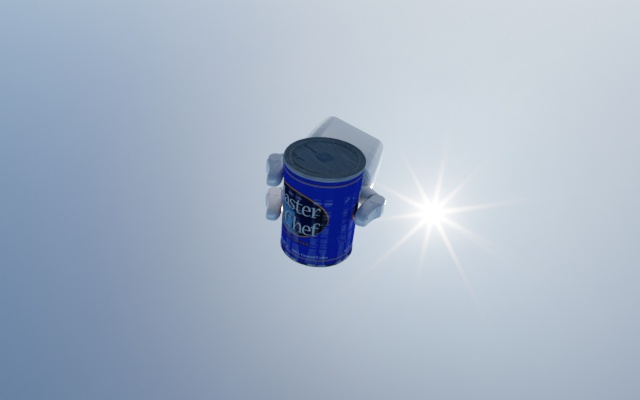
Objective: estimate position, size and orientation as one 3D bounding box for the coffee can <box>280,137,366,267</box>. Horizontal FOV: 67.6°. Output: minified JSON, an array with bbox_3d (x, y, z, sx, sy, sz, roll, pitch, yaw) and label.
[{"bbox_3d":[0.000,0.002,0.628,0.103,0.140,0.102,4,35,-3],"label":"coffee can"}]
